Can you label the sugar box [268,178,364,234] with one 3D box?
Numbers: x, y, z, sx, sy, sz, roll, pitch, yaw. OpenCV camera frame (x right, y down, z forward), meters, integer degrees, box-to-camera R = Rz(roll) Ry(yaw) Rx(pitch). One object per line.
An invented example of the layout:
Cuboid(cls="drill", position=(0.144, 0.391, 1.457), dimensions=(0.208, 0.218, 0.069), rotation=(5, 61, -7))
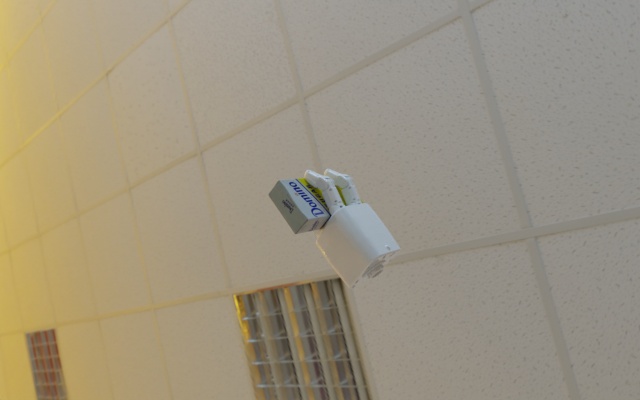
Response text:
Cuboid(cls="sugar box", position=(0.001, 0.003, 0.862), dimensions=(0.176, 0.093, 0.048), rotation=(-7, -37, -51))
